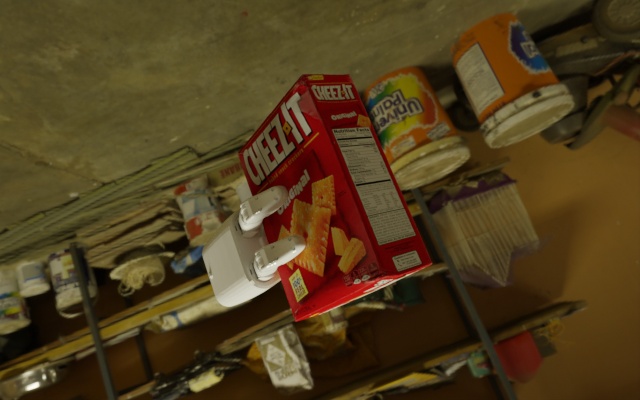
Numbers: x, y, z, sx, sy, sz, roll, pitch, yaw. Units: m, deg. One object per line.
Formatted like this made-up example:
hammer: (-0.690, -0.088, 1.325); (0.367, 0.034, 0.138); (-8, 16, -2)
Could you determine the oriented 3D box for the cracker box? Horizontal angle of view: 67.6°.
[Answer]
cracker box: (0.000, 0.002, 0.507); (0.072, 0.213, 0.164); (-10, -18, -39)
